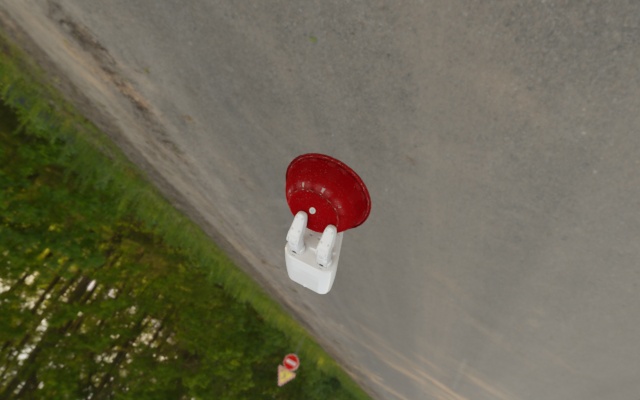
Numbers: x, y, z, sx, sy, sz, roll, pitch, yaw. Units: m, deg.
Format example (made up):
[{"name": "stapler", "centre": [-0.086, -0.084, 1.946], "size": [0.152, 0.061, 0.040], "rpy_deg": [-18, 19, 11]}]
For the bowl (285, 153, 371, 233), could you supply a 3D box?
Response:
[{"name": "bowl", "centre": [0.000, 0.002, 0.793], "size": [0.162, 0.162, 0.055], "rpy_deg": [0, 37, 34]}]
